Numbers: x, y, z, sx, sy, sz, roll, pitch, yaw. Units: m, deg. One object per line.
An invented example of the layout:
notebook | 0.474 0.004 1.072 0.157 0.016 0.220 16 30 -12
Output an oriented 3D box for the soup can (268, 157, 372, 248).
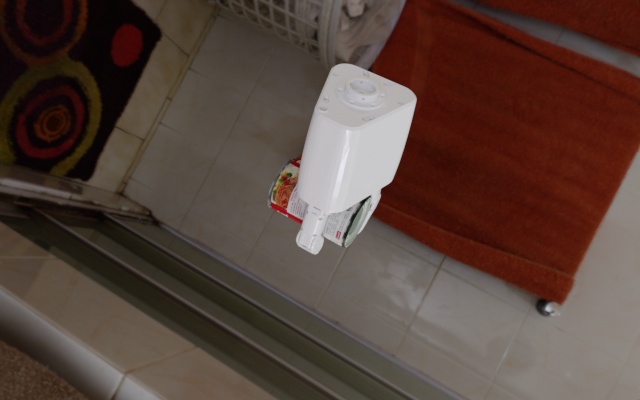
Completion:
soup can | 0.000 0.002 0.552 0.102 0.068 0.068 27 7 15
